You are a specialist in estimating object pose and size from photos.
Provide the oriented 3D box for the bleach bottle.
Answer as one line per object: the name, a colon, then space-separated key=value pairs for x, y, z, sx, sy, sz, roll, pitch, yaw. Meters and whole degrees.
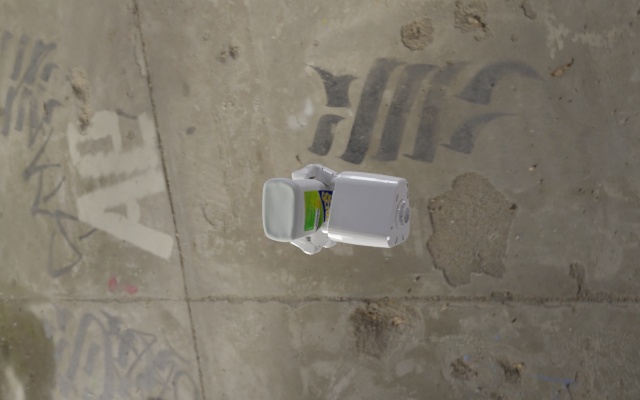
bleach bottle: x=0.000 y=0.003 z=0.835 sx=0.068 sy=0.102 sz=0.251 roll=7 pitch=11 yaw=30
